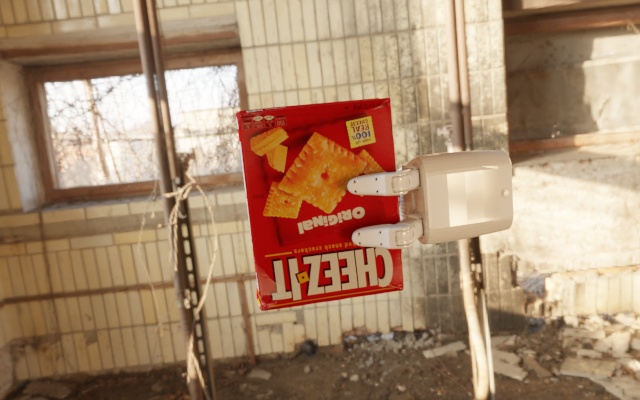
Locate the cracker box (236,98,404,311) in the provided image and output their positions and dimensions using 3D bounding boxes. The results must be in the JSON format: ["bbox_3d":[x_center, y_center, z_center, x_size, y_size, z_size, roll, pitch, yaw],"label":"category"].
[{"bbox_3d":[0.000,0.002,0.529,0.164,0.214,0.072,-7,8,-8],"label":"cracker box"}]
